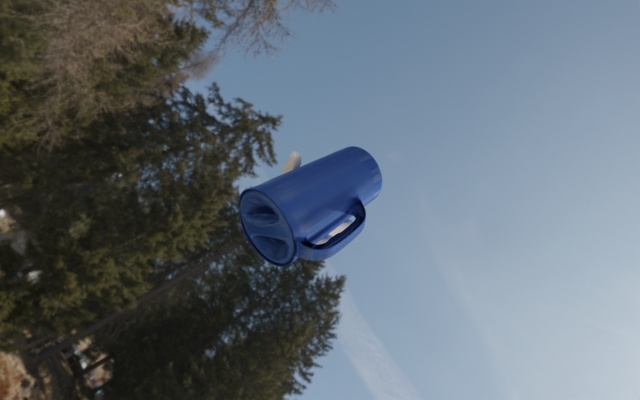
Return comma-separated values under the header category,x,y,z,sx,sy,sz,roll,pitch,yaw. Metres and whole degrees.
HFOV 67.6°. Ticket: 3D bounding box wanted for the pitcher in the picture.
category,x,y,z,sx,sy,sz,roll,pitch,yaw
pitcher,0.000,0.003,0.794,0.242,0.149,0.145,-30,3,-37
